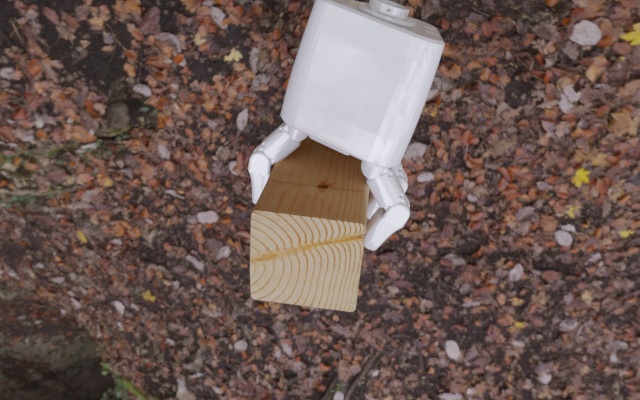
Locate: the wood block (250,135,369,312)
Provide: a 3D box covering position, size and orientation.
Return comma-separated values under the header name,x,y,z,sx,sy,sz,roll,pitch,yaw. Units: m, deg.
name,x,y,z,sx,sy,sz,roll,pitch,yaw
wood block,0.000,0.001,0.468,0.091,0.090,0.206,7,29,4
